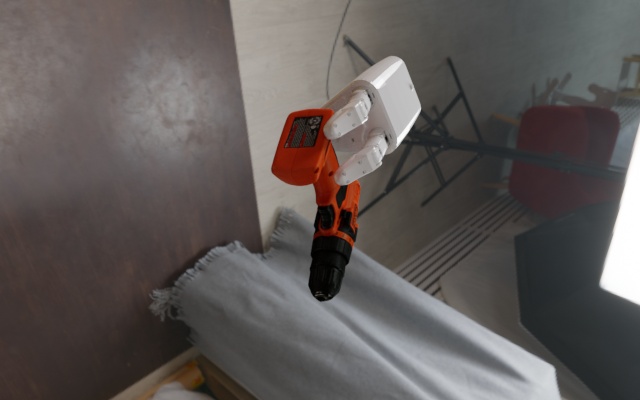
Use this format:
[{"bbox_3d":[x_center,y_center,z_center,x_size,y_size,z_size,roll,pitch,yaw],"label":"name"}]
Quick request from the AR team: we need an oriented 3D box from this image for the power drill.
[{"bbox_3d":[0.000,0.001,0.565,0.057,0.184,0.188,-1,-39,16],"label":"power drill"}]
